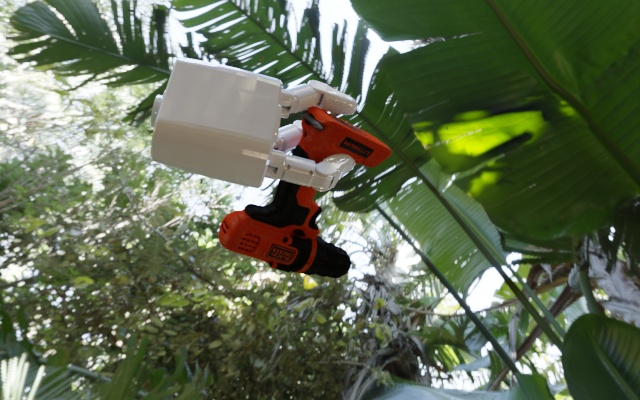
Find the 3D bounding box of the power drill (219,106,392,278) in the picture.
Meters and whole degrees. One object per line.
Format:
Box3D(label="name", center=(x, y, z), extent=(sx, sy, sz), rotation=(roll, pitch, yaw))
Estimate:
Box3D(label="power drill", center=(0.000, 0.001, 0.551), extent=(0.184, 0.188, 0.057), rotation=(21, 15, -37))
